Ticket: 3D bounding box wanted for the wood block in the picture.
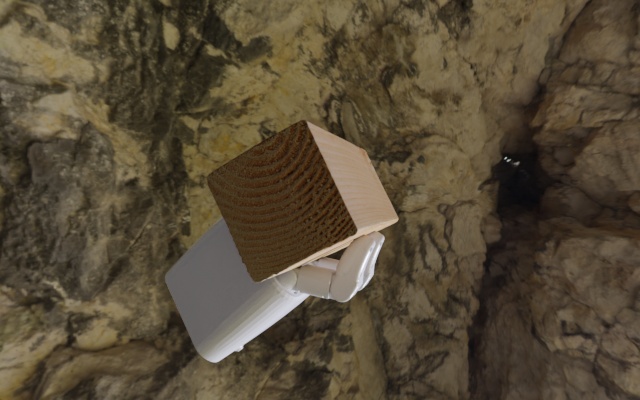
[{"bbox_3d":[0.000,0.001,0.434,0.090,0.091,0.206,-28,-7,15],"label":"wood block"}]
